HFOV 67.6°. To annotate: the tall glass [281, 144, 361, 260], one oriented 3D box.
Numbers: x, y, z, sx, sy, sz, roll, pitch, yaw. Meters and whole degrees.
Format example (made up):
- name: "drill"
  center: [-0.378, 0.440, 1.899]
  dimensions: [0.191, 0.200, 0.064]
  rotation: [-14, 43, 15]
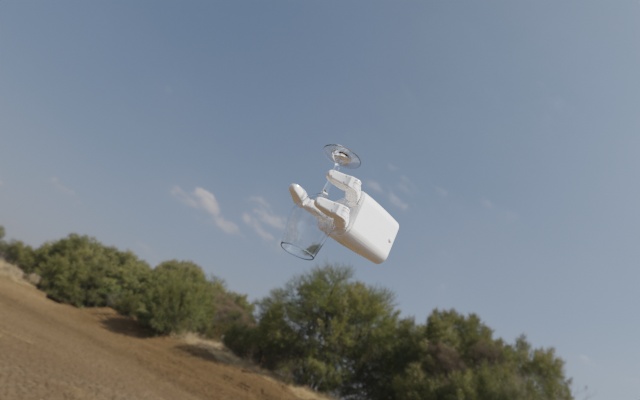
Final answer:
- name: "tall glass"
  center: [0.000, 0.002, 0.837]
  dimensions: [0.079, 0.201, 0.079]
  rotation: [22, -22, 9]
